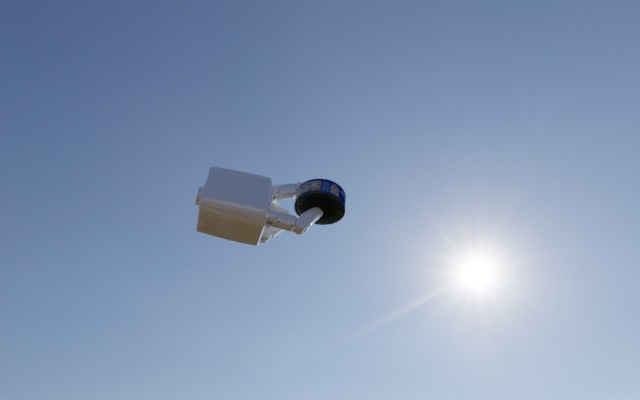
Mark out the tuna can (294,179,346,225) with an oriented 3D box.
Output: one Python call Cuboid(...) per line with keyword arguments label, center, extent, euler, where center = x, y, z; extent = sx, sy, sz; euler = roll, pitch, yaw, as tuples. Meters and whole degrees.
Cuboid(label="tuna can", center=(0.000, 0.002, 0.804), extent=(0.086, 0.033, 0.086), euler=(5, -39, 4))
